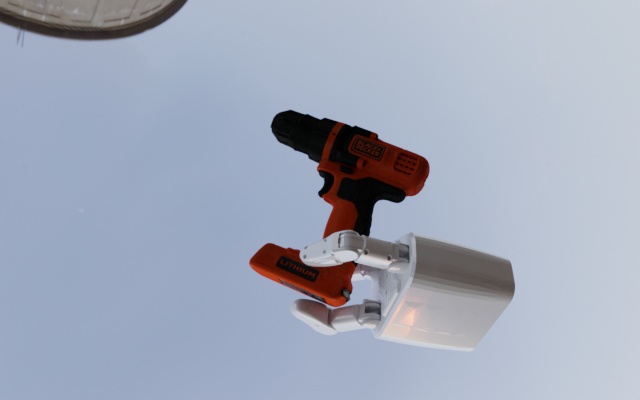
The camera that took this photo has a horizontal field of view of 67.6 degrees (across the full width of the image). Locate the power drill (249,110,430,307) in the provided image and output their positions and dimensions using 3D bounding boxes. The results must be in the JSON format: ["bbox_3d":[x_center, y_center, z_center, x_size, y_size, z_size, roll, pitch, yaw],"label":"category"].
[{"bbox_3d":[0.000,0.002,0.504,0.184,0.187,0.057,22,-16,15],"label":"power drill"}]
